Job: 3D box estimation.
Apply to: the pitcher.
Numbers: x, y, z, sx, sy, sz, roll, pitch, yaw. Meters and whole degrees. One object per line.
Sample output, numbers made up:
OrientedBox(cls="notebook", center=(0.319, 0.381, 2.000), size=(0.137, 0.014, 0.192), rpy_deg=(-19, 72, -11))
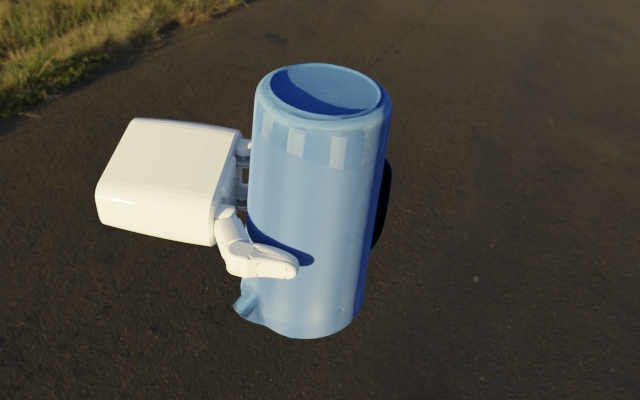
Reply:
OrientedBox(cls="pitcher", center=(0.000, 0.001, 0.450), size=(0.145, 0.243, 0.149), rpy_deg=(9, 40, 1))
